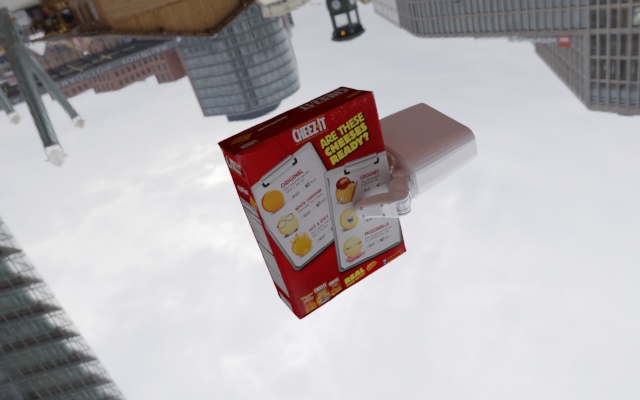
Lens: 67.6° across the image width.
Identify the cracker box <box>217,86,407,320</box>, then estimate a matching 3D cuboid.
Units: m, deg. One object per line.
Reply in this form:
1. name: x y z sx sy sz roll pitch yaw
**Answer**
1. cracker box: 0.000 0.002 0.543 0.164 0.214 0.072 -29 30 -21
